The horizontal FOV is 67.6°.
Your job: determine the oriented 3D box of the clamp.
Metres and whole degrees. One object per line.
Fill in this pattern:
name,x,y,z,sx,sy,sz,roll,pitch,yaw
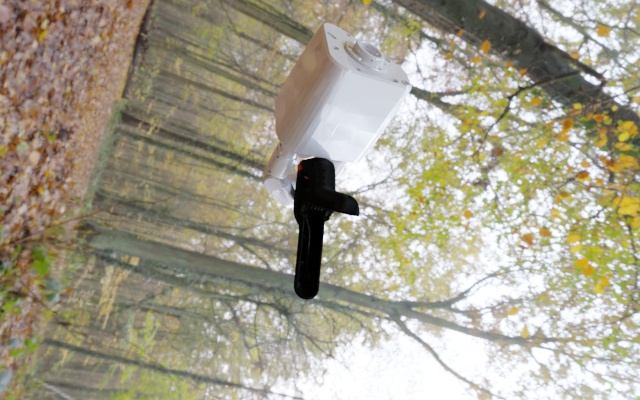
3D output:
clamp,0.001,0.002,0.491,0.039,0.171,0.120,18,-50,-23
